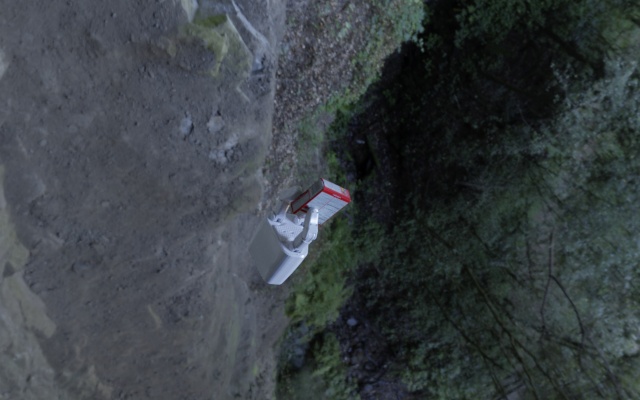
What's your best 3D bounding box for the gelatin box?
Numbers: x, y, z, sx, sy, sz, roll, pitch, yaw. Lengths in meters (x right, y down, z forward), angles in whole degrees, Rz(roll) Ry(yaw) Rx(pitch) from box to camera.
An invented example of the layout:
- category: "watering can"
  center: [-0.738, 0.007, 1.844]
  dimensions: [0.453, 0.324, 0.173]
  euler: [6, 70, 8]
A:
- category: "gelatin box"
  center: [0.000, 0.003, 0.895]
  dimensions: [0.073, 0.030, 0.089]
  euler: [23, -50, -39]
